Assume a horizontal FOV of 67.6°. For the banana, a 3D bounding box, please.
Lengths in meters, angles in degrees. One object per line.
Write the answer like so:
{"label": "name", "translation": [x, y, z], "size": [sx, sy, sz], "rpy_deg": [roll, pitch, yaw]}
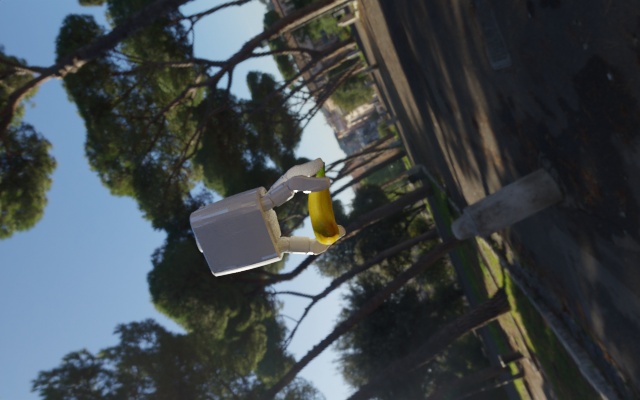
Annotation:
{"label": "banana", "translation": [0.002, 0.016, 0.697], "size": [0.037, 0.070, 0.197], "rpy_deg": [-9, 32, -1]}
